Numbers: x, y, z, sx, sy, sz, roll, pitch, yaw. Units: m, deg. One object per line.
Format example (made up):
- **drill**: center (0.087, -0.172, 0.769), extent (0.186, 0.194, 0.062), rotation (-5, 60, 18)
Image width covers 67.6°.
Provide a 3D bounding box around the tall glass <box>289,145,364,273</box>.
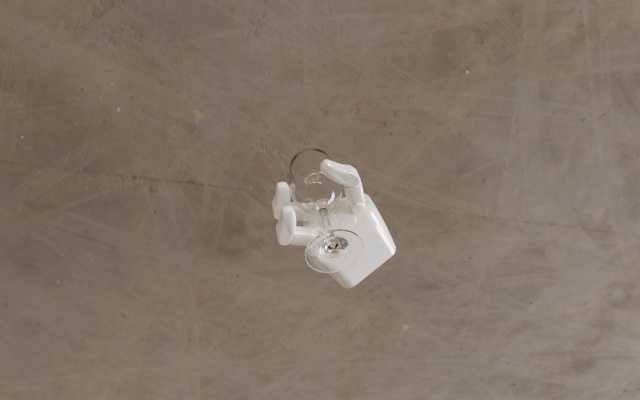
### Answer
- **tall glass**: center (0.000, 0.002, 0.664), extent (0.079, 0.079, 0.201), rotation (0, 39, -13)
